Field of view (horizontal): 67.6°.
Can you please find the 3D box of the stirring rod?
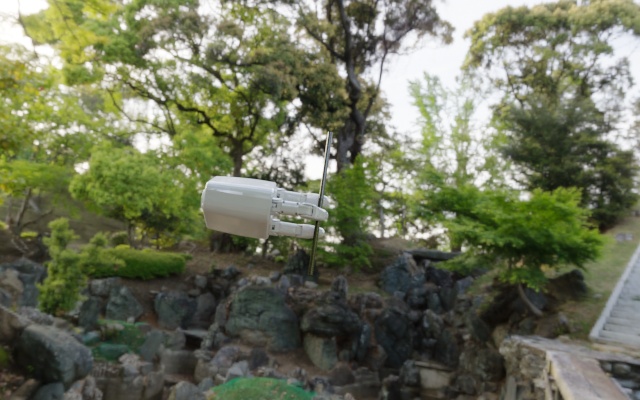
[{"bbox_3d":[0.000,0.003,0.791,0.011,0.239,0.011,8,-8,1],"label":"stirring rod"}]
